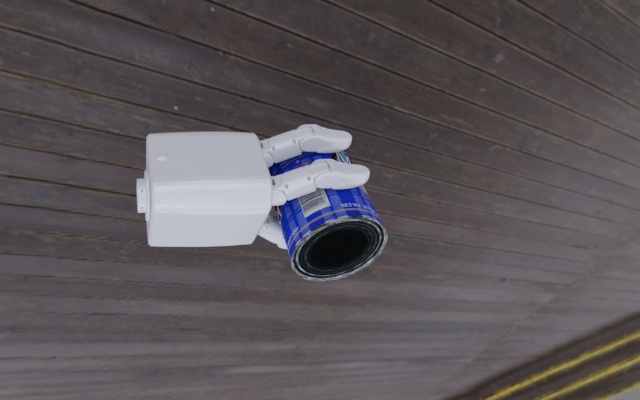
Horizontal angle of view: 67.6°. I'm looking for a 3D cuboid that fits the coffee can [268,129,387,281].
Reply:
[{"bbox_3d":[0.000,0.002,0.526,0.103,0.140,0.103,-12,-41,-11],"label":"coffee can"}]
